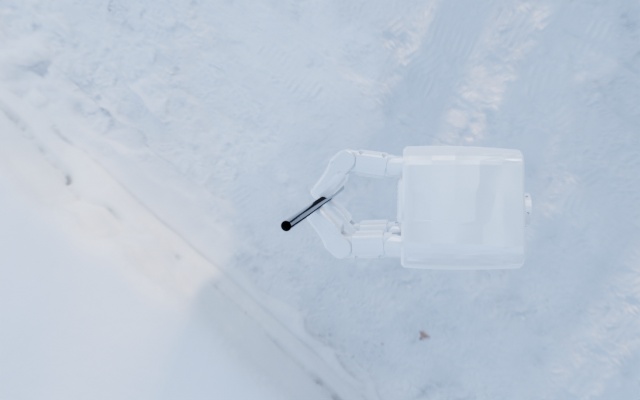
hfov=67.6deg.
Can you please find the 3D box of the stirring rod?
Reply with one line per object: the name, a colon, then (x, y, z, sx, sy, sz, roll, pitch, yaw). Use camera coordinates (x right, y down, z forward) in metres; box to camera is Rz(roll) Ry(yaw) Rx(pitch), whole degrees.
stirring rod: (0.000, 0.001, 0.460, 0.011, 0.011, 0.239, 0, 8, 12)
